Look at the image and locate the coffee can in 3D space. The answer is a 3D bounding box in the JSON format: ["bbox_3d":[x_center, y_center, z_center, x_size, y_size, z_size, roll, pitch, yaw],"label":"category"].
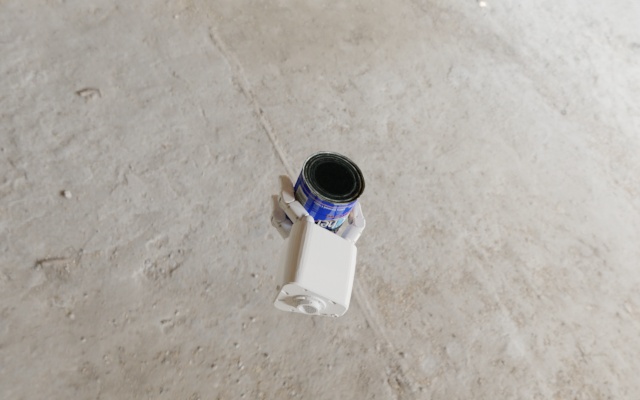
[{"bbox_3d":[0.000,0.003,0.782,0.103,0.102,0.140,0,-34,-21],"label":"coffee can"}]
